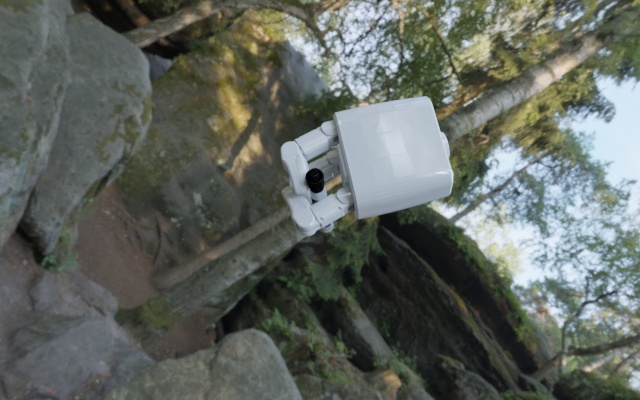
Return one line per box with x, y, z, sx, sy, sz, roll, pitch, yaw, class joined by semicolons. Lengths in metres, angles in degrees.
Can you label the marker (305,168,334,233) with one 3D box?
0.000;0.002;0.523;0.020;0.020;0.121;0;-29;7;marker
